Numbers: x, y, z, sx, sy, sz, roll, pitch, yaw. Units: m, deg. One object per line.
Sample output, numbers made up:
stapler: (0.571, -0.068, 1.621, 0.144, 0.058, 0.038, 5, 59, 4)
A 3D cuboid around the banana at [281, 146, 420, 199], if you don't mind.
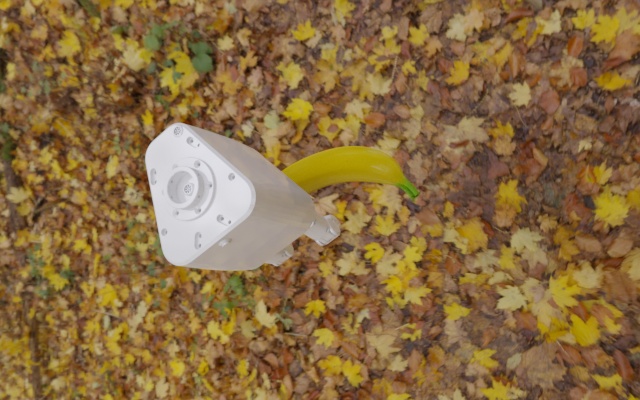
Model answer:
banana: (0.000, -0.017, 0.510, 0.198, 0.069, 0.037, -12, -9, 18)
